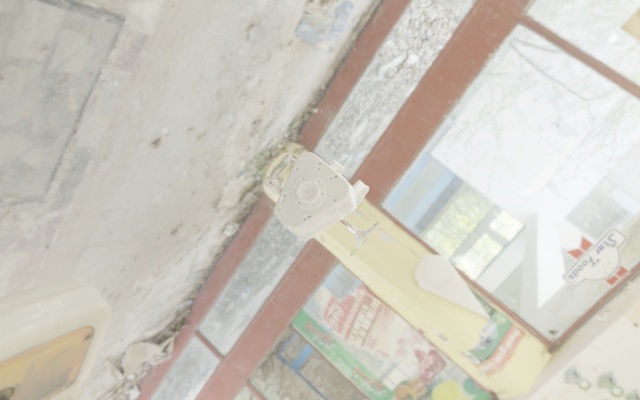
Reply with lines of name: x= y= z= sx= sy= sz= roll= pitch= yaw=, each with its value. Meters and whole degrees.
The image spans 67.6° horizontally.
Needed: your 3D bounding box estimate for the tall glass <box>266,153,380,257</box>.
tall glass: x=0.001 y=0.003 z=0.815 sx=0.201 sy=0.079 sz=0.079 roll=40 pitch=11 yaw=13
